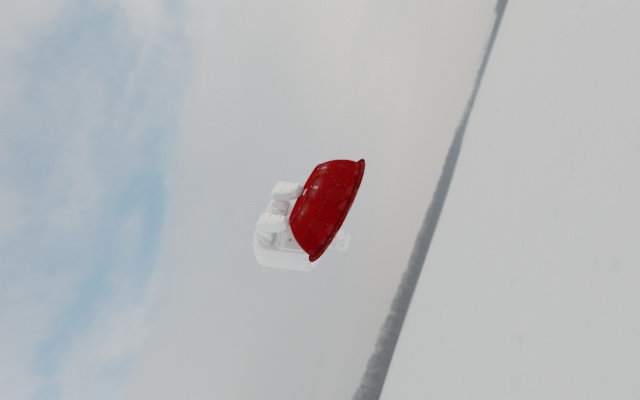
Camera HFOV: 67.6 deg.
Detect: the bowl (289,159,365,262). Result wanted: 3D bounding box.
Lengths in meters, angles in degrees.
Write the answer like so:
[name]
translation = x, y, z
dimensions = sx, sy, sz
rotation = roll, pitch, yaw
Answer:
[bowl]
translation = 0.000, 0.001, 0.664
dimensions = 0.055, 0.162, 0.162
rotation = 27, -4, -8
